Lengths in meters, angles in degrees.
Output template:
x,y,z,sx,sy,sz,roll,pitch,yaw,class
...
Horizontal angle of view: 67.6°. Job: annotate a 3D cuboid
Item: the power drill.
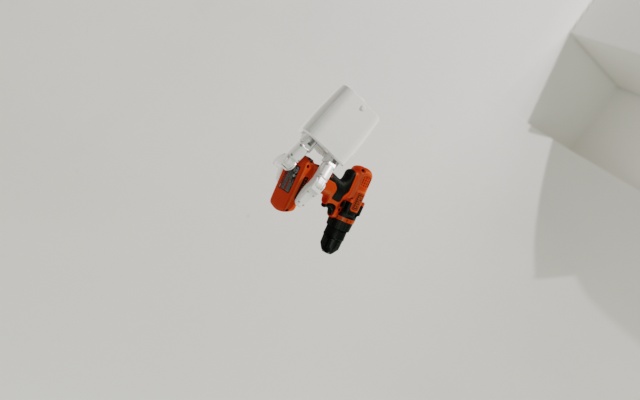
x,y,z,sx,sy,sz,roll,pitch,yaw,class
0.000,0.003,0.887,0.188,0.184,0.057,19,6,-44,power drill
